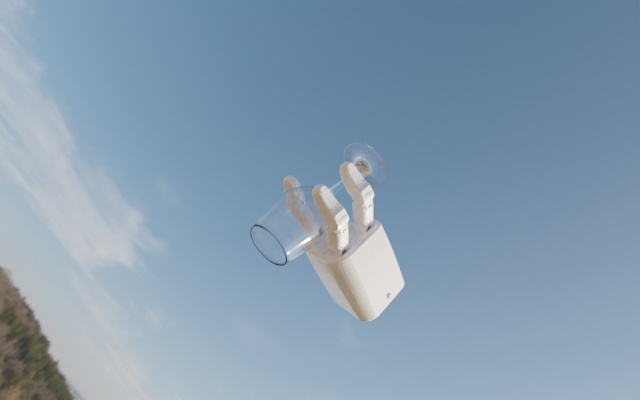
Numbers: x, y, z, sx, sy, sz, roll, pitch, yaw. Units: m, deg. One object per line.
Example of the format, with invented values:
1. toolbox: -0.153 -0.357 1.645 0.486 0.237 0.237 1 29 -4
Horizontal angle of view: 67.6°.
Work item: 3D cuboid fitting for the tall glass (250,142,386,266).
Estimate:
1. tall glass: 0.000 0.002 0.633 0.079 0.079 0.201 0 32 50
